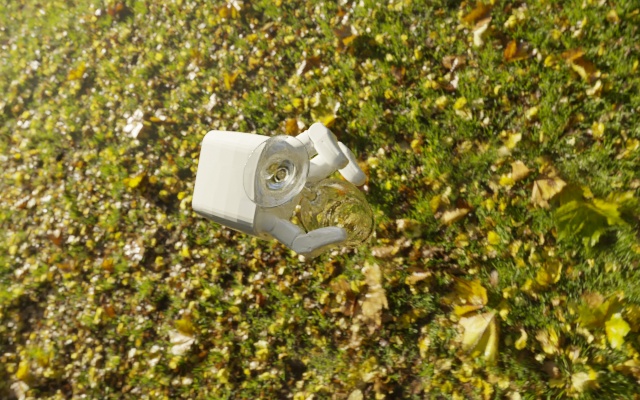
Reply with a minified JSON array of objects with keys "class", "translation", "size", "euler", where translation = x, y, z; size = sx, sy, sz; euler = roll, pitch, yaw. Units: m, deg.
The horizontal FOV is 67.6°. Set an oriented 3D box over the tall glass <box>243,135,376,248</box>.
[{"class":"tall glass","translation":[0.000,0.002,0.537],"size":[0.079,0.079,0.201],"euler":[0,-18,28]}]
